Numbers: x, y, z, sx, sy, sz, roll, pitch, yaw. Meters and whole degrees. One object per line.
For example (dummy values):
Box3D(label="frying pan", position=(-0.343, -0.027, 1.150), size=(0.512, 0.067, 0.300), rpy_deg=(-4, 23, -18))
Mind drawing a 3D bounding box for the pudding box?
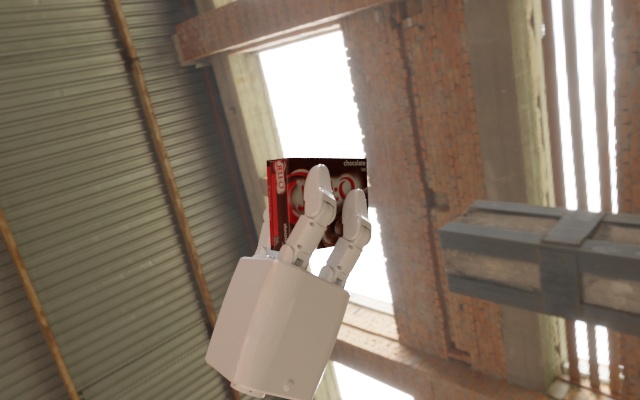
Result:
Box3D(label="pudding box", position=(0.000, 0.002, 0.484), size=(0.113, 0.090, 0.039), rpy_deg=(-5, 4, -44))
